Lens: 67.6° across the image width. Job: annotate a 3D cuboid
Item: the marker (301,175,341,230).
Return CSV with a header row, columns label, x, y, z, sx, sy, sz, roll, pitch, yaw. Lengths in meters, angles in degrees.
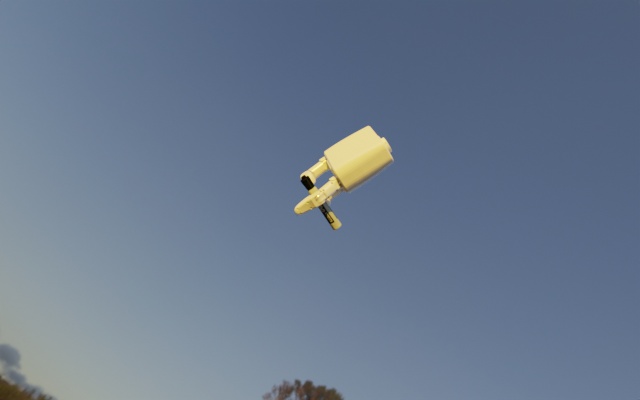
label,x,y,z,sx,sy,sz,roll,pitch,yaw
marker,0.000,0.003,0.897,0.020,0.121,0.020,-31,16,10
